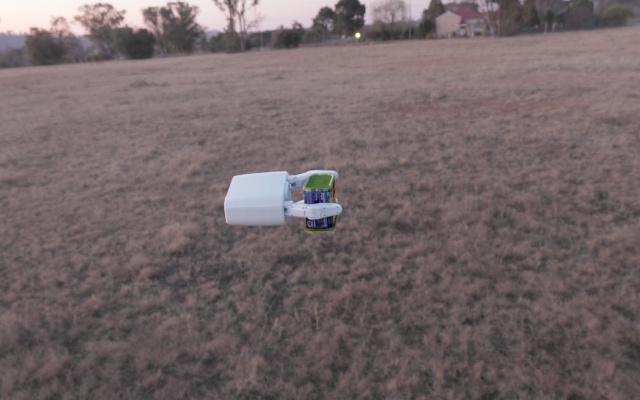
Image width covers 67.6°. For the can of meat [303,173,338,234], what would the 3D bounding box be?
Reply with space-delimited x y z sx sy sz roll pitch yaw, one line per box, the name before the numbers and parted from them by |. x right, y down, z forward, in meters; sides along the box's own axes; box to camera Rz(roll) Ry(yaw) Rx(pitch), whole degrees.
can of meat | 0.000 0.003 0.883 0.057 0.084 0.102 -2 19 7
